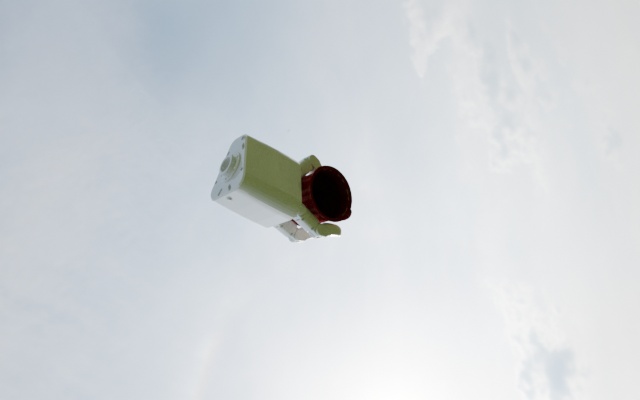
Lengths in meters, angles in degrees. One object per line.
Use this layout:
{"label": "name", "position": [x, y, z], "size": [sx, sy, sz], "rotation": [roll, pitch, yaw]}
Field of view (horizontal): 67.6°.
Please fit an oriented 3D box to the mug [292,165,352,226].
{"label": "mug", "position": [0.001, 0.003, 0.794], "size": [0.117, 0.093, 0.081], "rotation": [30, -32, -33]}
